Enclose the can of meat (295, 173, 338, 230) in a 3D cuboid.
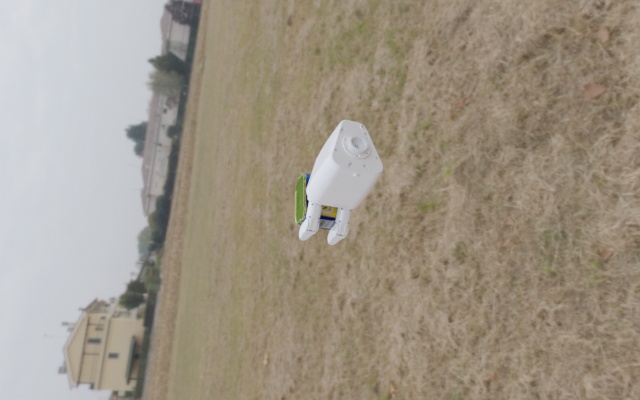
[{"bbox_3d":[0.000,0.003,0.876,0.084,0.102,0.057,9,-31,-19],"label":"can of meat"}]
